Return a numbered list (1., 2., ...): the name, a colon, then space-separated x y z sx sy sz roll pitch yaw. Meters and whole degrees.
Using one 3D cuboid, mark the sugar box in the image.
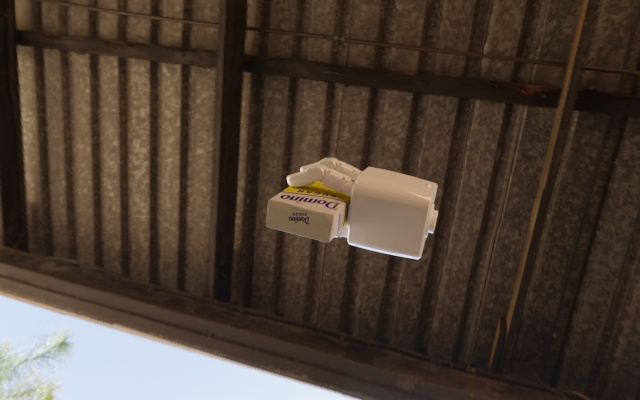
1. sugar box: 0.000 0.002 0.694 0.093 0.048 0.176 13 18 15
